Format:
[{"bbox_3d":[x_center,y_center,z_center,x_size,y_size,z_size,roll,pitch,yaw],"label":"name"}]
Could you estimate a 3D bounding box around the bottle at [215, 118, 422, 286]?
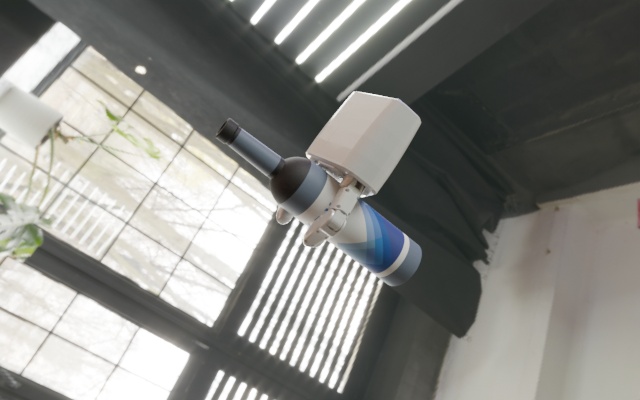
[{"bbox_3d":[0.000,0.002,0.584,0.296,0.069,0.069,37,-15,-21],"label":"bottle"}]
